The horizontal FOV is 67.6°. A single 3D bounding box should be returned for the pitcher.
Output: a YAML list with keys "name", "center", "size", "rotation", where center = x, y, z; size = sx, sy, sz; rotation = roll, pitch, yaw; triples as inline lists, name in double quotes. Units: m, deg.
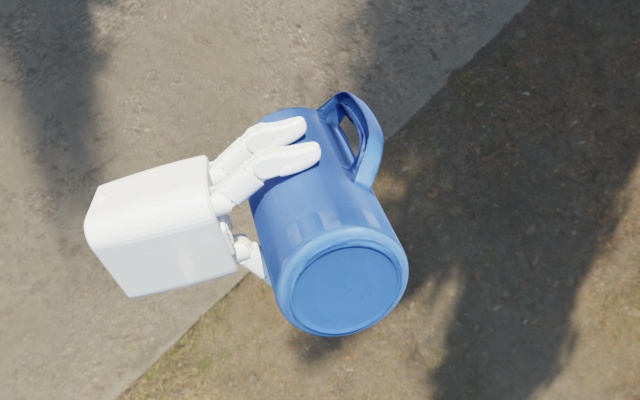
- name: "pitcher"
  center: [0.000, 0.002, 0.462]
  size: [0.145, 0.149, 0.242]
  rotation: [-14, 32, -6]
